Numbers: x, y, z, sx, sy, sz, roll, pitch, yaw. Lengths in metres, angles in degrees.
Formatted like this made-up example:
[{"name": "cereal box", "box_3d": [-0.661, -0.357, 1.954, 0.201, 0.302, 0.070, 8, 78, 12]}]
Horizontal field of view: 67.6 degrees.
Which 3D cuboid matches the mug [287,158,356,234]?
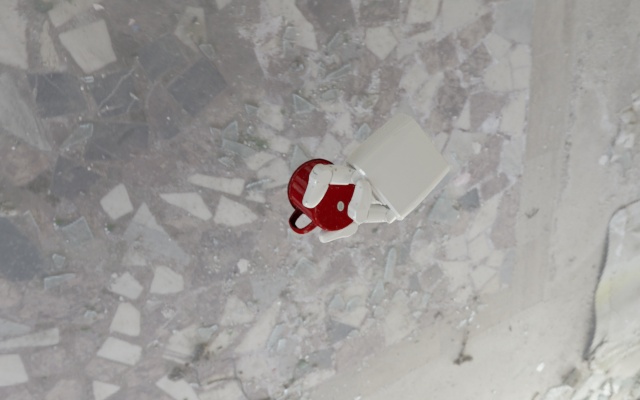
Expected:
[{"name": "mug", "box_3d": [-0.001, 0.003, 0.705, 0.093, 0.117, 0.081, 48, -5, -35]}]
